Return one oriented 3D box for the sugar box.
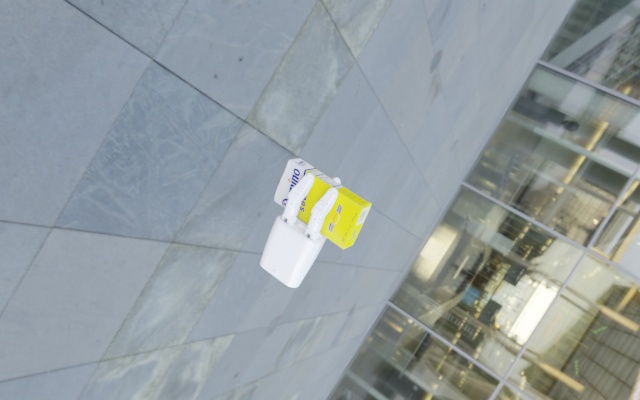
[{"bbox_3d":[0.000,0.003,0.890,0.176,0.093,0.048,32,23,21],"label":"sugar box"}]
